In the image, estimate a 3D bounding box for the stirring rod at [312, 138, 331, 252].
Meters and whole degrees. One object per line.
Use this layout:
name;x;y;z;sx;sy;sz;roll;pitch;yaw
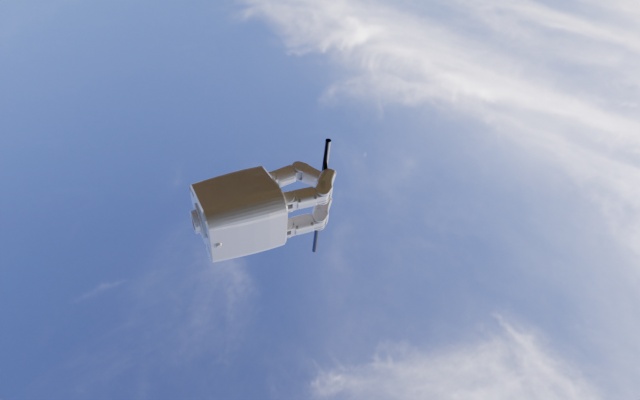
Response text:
stirring rod;0.000;0.002;0.723;0.011;0.011;0.240;0;-43;-7
